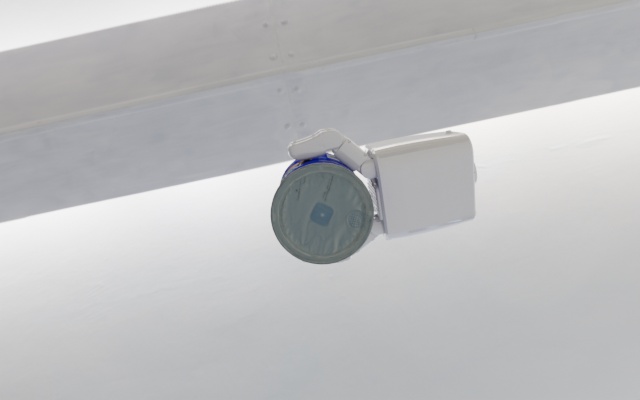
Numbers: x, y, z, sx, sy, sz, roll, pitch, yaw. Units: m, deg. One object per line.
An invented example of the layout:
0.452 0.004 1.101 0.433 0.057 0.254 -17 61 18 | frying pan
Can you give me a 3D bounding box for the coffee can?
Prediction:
0.000 0.002 0.537 0.103 0.103 0.140 0 11 -2 | coffee can
